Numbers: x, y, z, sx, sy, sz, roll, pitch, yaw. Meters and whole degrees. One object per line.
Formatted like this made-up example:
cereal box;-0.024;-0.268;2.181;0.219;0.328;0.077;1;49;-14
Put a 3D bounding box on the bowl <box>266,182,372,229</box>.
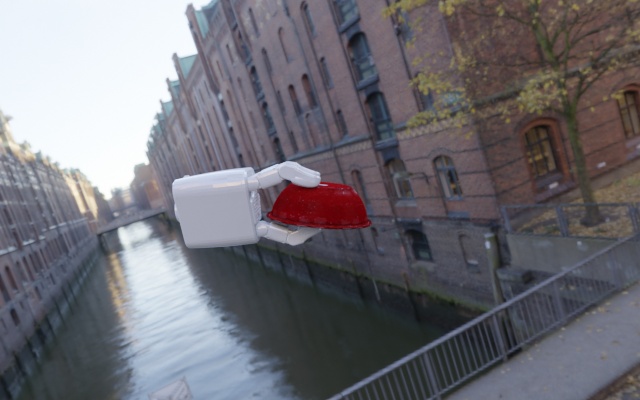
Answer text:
bowl;0.001;0.002;0.725;0.162;0.055;0.162;5;7;-1
